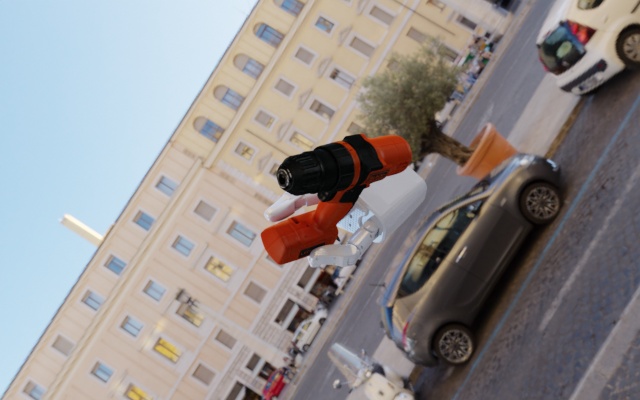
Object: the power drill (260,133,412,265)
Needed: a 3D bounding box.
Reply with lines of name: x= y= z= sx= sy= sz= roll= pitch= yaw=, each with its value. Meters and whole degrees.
power drill: x=0.000 y=0.002 z=0.554 sx=0.184 sy=0.057 sz=0.188 roll=-14 pitch=-26 yaw=-40
